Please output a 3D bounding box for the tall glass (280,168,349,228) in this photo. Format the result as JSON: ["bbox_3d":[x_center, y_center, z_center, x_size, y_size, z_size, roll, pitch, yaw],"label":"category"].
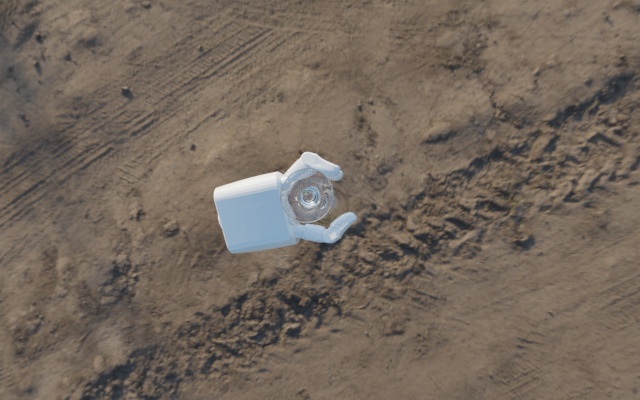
[{"bbox_3d":[0.000,0.002,0.740,0.079,0.079,0.201,0,-5,11],"label":"tall glass"}]
